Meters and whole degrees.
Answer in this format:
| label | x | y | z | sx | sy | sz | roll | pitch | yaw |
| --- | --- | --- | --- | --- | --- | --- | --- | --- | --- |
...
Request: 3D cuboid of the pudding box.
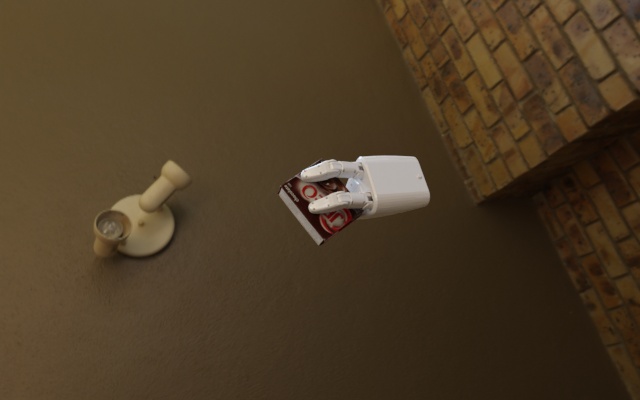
| label | x | y | z | sx | sy | sz | roll | pitch | yaw |
| --- | --- | --- | --- | --- | --- | --- | --- | --- | --- |
| pudding box | 0.000 | 0.003 | 0.764 | 0.090 | 0.113 | 0.039 | -36 | -11 | -28 |
